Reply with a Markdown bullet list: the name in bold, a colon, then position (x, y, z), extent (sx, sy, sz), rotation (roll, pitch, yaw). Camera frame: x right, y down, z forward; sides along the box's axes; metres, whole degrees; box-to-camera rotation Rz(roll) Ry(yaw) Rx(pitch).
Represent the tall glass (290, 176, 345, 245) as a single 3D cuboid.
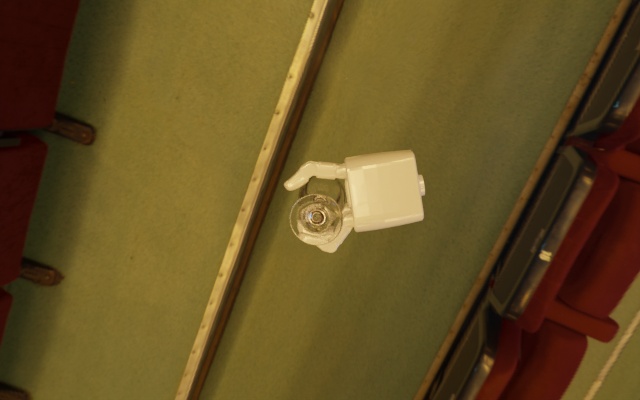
- **tall glass**: position (0.000, 0.003, 0.752), extent (0.079, 0.079, 0.201), rotation (0, 14, 3)
